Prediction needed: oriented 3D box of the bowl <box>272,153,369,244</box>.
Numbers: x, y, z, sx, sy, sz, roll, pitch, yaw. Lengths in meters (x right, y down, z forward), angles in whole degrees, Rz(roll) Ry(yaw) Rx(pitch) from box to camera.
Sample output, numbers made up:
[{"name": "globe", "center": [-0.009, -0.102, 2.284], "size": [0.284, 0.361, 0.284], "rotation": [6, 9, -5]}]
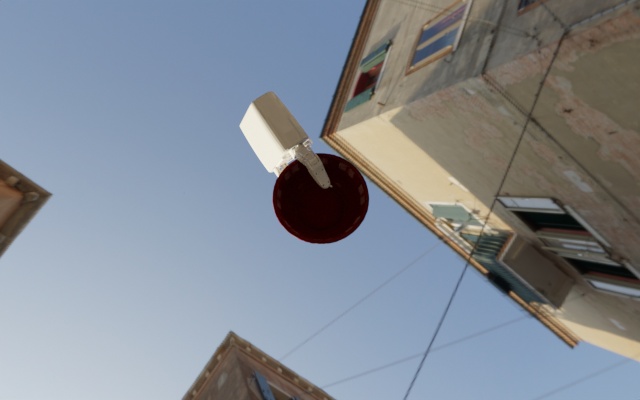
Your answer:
[{"name": "bowl", "center": [0.001, 0.004, 0.817], "size": [0.162, 0.162, 0.055], "rotation": [0, -20, -1]}]
